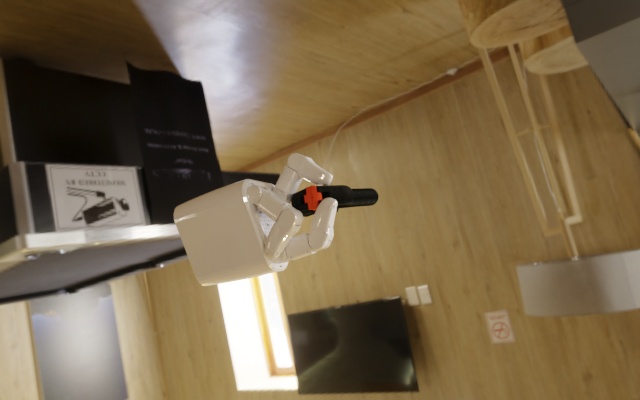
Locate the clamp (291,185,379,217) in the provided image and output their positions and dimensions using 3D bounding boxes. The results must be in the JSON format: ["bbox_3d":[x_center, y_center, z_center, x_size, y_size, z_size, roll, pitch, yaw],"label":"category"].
[{"bbox_3d":[0.000,0.003,0.632,0.120,0.039,0.171,-17,-10,20],"label":"clamp"}]
